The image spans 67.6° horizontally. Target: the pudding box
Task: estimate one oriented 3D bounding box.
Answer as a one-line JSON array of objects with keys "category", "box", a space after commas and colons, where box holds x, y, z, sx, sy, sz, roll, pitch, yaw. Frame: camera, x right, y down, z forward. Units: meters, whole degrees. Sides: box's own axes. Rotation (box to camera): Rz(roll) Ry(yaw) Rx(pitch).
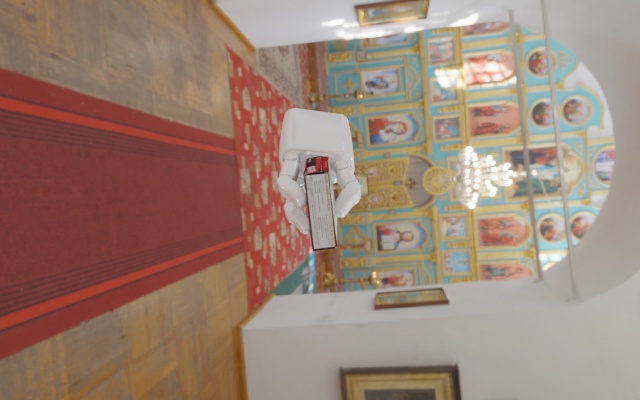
[{"category": "pudding box", "box": [0.000, 0.002, 0.671, 0.039, 0.113, 0.090, -7, 18, 4]}]
